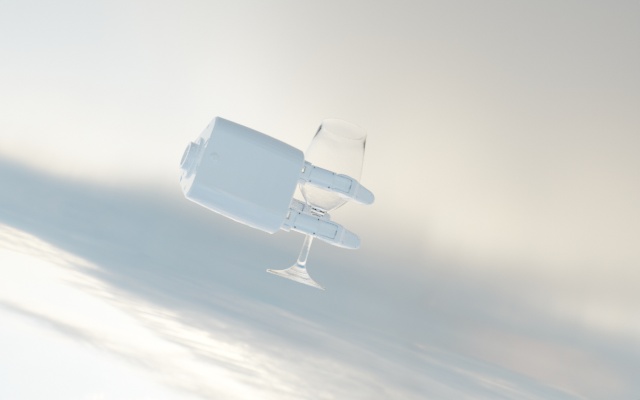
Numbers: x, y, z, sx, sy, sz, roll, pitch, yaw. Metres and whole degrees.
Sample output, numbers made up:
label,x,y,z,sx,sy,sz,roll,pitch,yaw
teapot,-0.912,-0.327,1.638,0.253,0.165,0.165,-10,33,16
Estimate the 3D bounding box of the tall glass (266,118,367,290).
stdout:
label,x,y,z,sx,sy,sz,roll,pitch,yaw
tall glass,0.000,0.003,0.587,0.079,0.201,0.079,17,-10,3
